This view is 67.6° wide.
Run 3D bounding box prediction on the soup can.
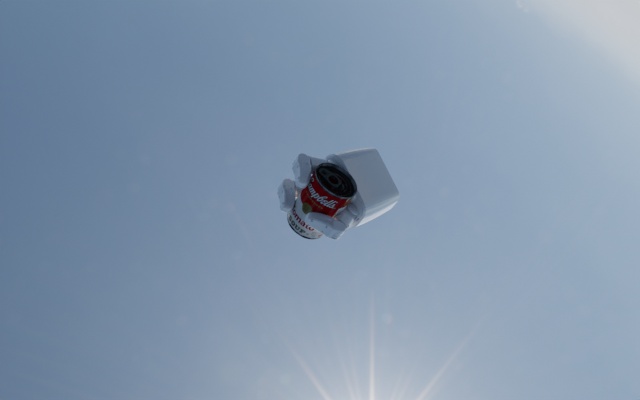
[{"bbox_3d":[0.000,0.003,0.713,0.068,0.068,0.102,0,-40,-37],"label":"soup can"}]
